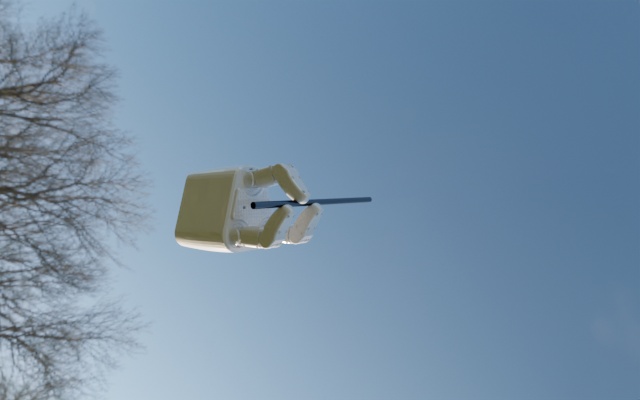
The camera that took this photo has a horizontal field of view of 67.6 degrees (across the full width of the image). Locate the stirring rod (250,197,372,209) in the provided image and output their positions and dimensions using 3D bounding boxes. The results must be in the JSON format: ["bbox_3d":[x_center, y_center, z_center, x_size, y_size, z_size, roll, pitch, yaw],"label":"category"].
[{"bbox_3d":[0.000,0.002,0.604,0.011,0.011,0.239,0,2,37],"label":"stirring rod"}]
